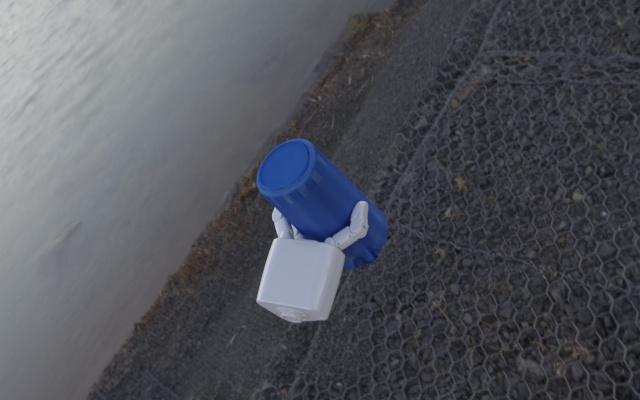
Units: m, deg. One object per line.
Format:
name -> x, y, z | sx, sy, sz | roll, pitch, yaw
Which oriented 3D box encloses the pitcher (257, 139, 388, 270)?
pitcher -> 0.000, 0.003, 0.803 | 0.149, 0.145, 0.243 | -4, -33, 34
